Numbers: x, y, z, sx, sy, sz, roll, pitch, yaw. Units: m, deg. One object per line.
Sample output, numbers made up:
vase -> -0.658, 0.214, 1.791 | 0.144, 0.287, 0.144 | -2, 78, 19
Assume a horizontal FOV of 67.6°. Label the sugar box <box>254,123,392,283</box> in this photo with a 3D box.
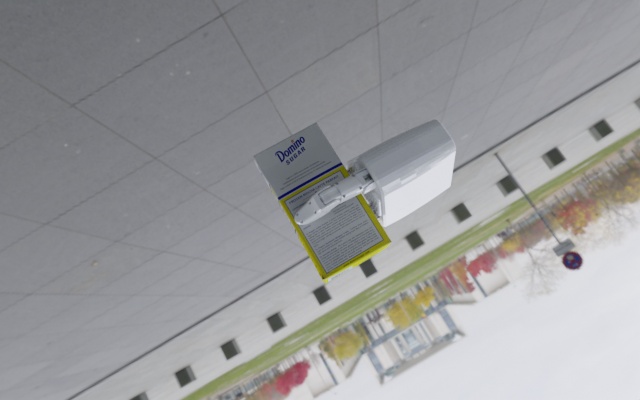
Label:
sugar box -> 0.000, 0.002, 0.587 | 0.093, 0.176, 0.048 | -29, -15, -8
